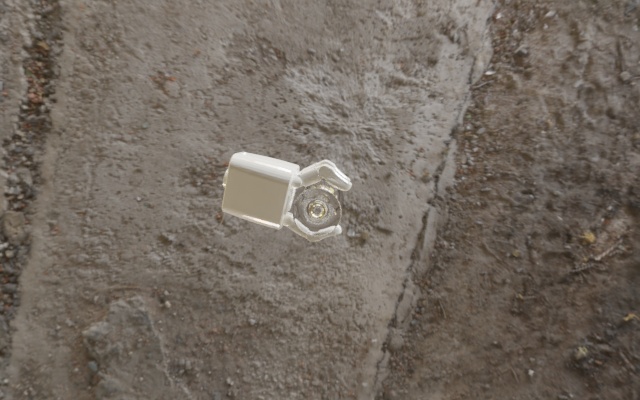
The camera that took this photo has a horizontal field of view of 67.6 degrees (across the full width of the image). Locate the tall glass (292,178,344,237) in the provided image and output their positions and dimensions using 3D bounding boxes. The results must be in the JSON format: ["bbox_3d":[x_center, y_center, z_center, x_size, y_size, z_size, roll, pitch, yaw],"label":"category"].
[{"bbox_3d":[0.000,0.003,0.812,0.079,0.079,0.201,0,9,4],"label":"tall glass"}]
